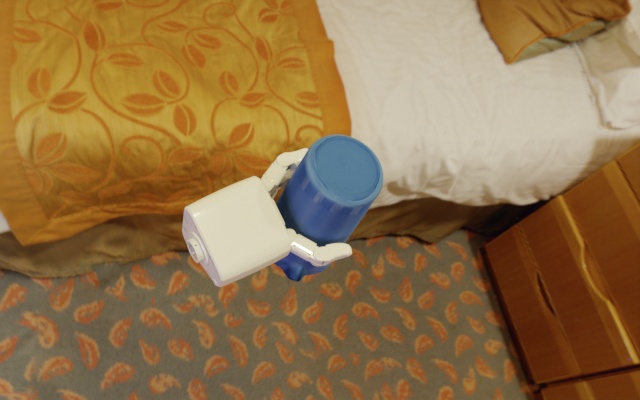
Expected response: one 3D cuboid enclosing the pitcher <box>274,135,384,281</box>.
[{"bbox_3d":[0.000,0.002,0.711,0.145,0.149,0.243,-25,-17,-29],"label":"pitcher"}]
